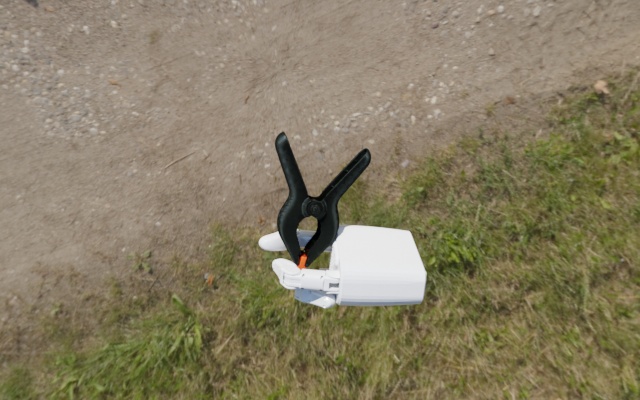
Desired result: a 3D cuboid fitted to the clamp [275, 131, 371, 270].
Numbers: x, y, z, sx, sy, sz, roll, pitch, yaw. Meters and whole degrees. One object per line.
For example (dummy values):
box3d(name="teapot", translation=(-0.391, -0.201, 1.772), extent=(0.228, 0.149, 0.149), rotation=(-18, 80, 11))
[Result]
box3d(name="clamp", translation=(0.000, 0.002, 0.598), extent=(0.120, 0.171, 0.039), rotation=(2, 15, -6))
